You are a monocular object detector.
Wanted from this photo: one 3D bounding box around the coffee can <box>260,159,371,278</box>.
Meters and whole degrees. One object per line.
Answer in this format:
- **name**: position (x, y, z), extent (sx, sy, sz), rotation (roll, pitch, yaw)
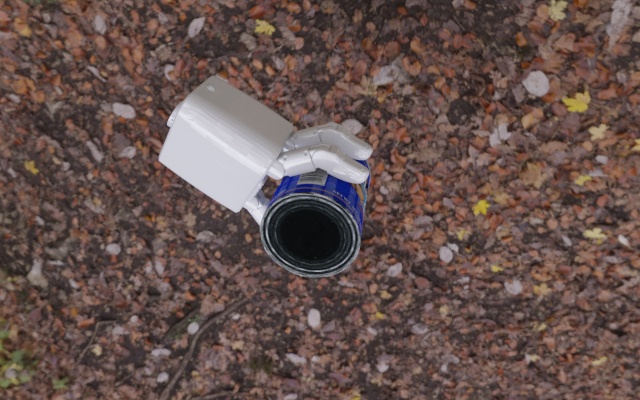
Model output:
- **coffee can**: position (0.000, 0.002, 0.533), extent (0.103, 0.103, 0.140), rotation (0, 30, 10)
